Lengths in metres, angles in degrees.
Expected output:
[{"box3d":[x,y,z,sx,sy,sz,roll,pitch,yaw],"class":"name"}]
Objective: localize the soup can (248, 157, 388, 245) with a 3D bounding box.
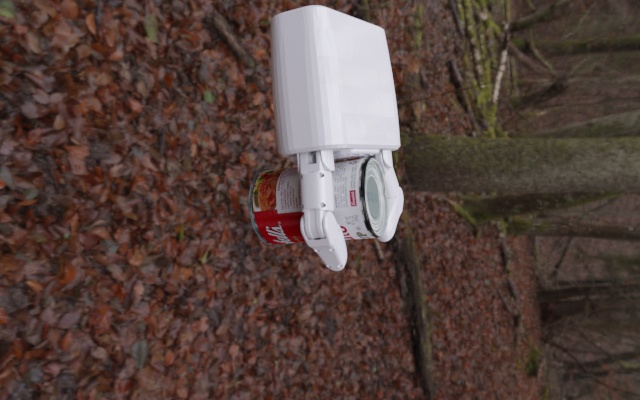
[{"box3d":[0.000,0.002,0.407,0.102,0.068,0.068,-5,-2,23],"class":"soup can"}]
